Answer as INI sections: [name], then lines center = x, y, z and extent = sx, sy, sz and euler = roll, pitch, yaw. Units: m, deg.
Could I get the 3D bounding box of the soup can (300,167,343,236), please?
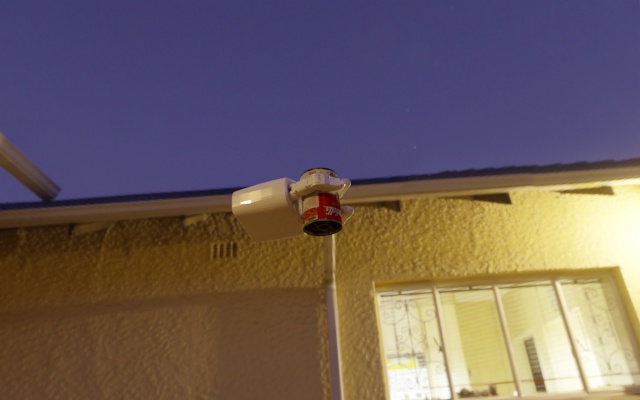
[soup can]
center = 0.001, 0.002, 0.828
extent = 0.068, 0.102, 0.068
euler = -4, -27, -2
